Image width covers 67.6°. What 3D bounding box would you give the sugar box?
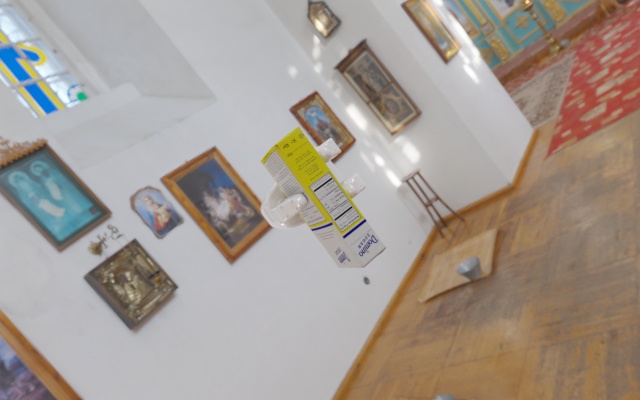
[{"bbox_3d":[0.000,0.002,0.588,0.048,0.176,0.093,-40,5,-17],"label":"sugar box"}]
